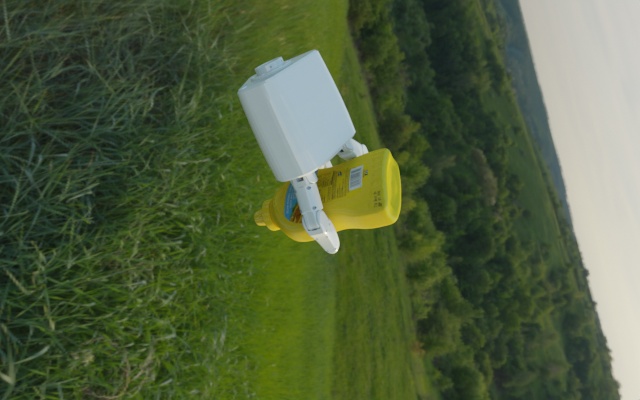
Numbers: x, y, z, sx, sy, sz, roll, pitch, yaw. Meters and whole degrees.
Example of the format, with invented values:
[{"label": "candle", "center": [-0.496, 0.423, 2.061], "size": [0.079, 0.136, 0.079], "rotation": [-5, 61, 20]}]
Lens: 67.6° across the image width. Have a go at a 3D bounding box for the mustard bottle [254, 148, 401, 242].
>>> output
[{"label": "mustard bottle", "center": [0.000, 0.002, 0.585], "size": [0.191, 0.096, 0.058], "rotation": [-14, -42, 26]}]
